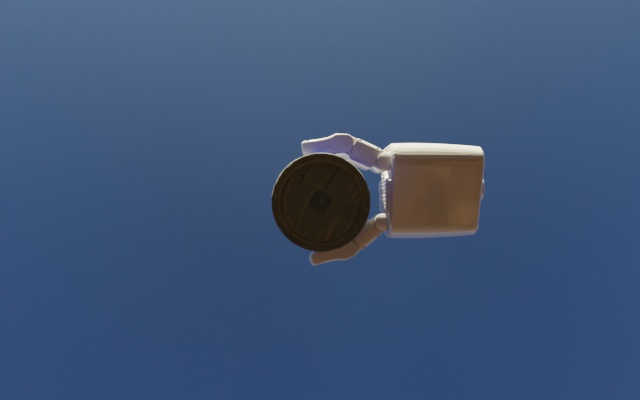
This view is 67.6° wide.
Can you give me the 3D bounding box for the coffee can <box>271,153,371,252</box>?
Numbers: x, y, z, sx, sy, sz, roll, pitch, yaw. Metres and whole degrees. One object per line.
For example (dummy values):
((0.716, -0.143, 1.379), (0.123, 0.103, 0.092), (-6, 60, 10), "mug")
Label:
((0.000, 0.002, 0.560), (0.103, 0.103, 0.140), (0, 0, 0), "coffee can")
